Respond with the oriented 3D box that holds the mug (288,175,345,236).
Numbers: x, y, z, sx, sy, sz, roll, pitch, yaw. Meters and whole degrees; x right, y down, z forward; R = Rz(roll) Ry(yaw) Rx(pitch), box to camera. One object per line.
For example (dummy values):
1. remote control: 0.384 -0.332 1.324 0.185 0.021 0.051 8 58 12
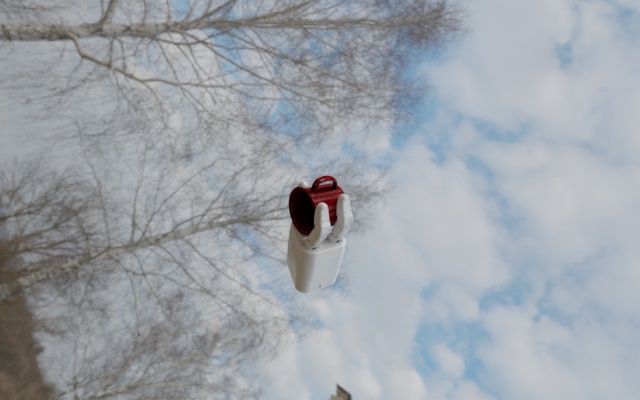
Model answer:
1. mug: 0.001 0.002 0.899 0.081 0.117 0.093 -13 40 -34
